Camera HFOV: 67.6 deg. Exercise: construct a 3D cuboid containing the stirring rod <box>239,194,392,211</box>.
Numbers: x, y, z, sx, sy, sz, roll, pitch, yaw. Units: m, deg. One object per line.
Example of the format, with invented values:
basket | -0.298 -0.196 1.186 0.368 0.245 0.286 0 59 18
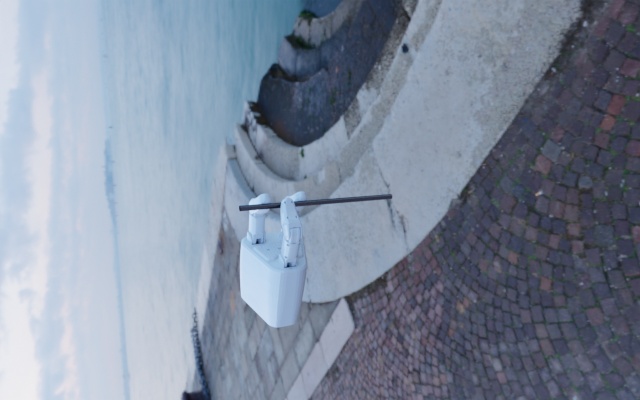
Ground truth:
stirring rod | 0.000 0.002 0.697 0.239 0.011 0.011 -4 2 -23
